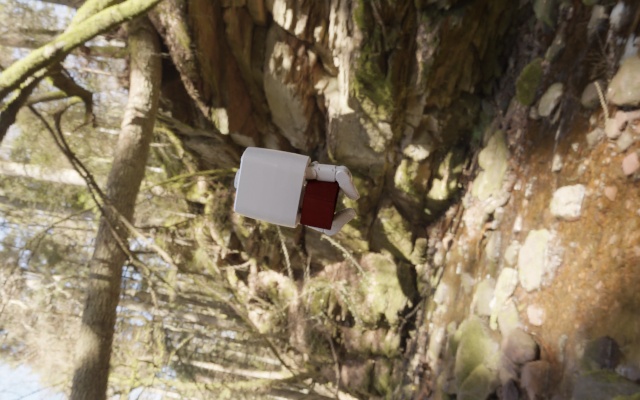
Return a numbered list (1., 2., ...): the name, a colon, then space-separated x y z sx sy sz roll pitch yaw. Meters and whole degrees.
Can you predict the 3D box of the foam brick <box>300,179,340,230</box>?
1. foam brick: 0.000 0.003 0.759 0.051 0.053 0.078 12 29 2
